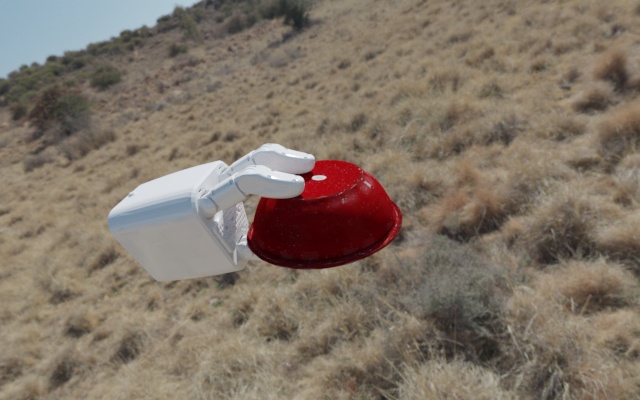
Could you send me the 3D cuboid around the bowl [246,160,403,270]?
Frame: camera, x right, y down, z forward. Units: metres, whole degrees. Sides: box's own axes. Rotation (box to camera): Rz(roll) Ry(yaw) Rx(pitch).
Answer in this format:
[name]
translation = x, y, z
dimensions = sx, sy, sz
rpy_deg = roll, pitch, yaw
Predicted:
[bowl]
translation = 0.001, 0.001, 0.482
dimensions = 0.162, 0.055, 0.162
rpy_deg = -7, 26, 3
